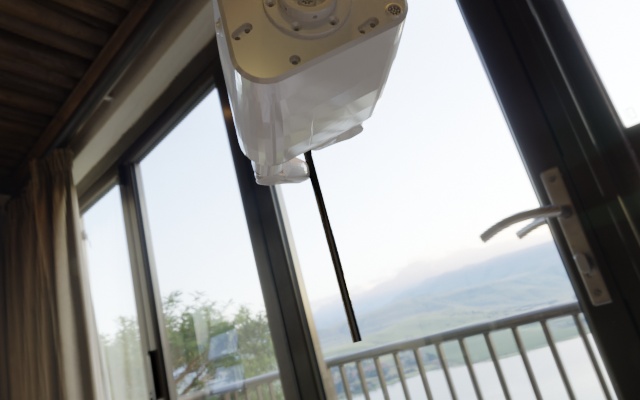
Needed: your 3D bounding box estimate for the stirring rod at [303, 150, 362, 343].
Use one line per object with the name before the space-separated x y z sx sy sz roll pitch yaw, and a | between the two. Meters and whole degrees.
stirring rod | 0.000 0.001 0.414 0.011 0.239 0.011 -14 -16 -4
